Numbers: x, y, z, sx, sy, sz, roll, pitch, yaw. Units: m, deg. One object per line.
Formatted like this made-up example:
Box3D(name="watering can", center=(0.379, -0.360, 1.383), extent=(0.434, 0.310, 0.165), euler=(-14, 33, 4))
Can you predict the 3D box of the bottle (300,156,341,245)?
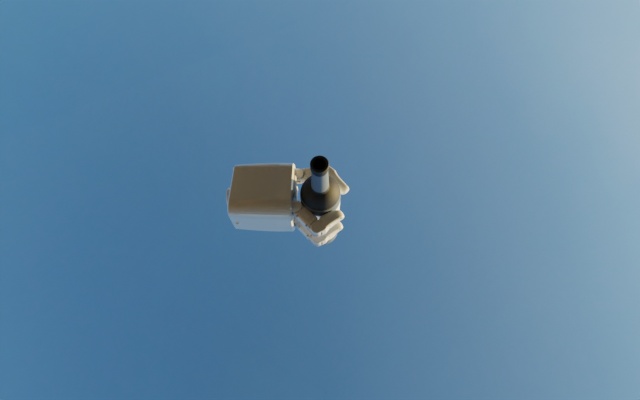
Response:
Box3D(name="bottle", center=(0.000, 0.003, 0.815), extent=(0.069, 0.069, 0.296), euler=(0, -22, 1))
